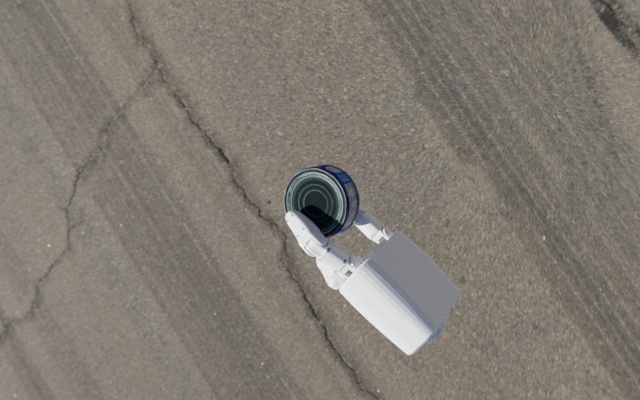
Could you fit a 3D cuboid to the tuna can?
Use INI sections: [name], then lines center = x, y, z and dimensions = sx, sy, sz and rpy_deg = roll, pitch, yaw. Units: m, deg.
[tuna can]
center = 0.000, 0.002, 0.559
dimensions = 0.086, 0.086, 0.034
rpy_deg = 0, 8, 28
